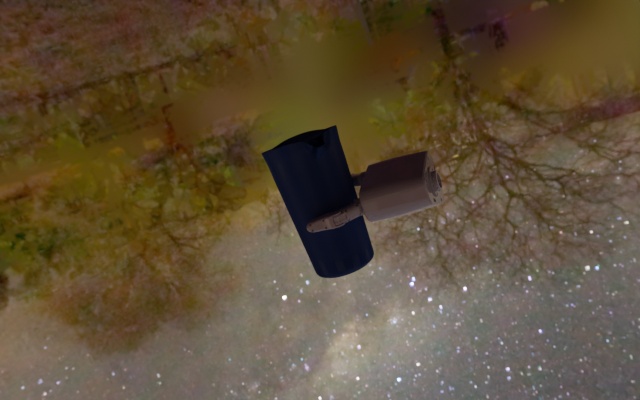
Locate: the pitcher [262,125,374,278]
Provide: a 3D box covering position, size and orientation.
[{"bbox_3d":[0.000,0.003,0.823,0.145,0.243,0.149,-16,10,24],"label":"pitcher"}]
